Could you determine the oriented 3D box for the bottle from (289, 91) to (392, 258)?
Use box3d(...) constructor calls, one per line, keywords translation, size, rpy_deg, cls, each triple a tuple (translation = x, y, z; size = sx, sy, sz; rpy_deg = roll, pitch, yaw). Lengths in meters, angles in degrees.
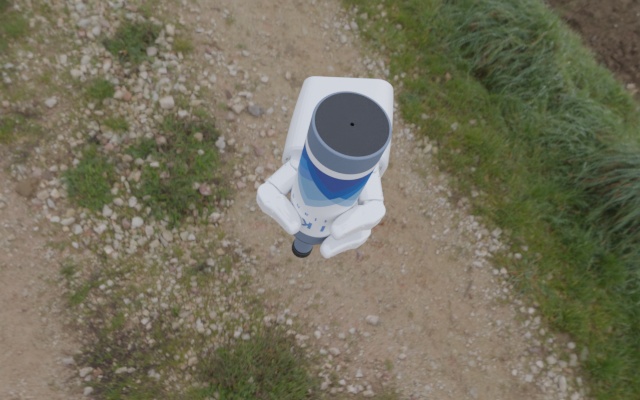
box3d(translation=(0.000, 0.002, 0.513), size=(0.069, 0.069, 0.296), rpy_deg=(0, -25, -11), cls="bottle")
